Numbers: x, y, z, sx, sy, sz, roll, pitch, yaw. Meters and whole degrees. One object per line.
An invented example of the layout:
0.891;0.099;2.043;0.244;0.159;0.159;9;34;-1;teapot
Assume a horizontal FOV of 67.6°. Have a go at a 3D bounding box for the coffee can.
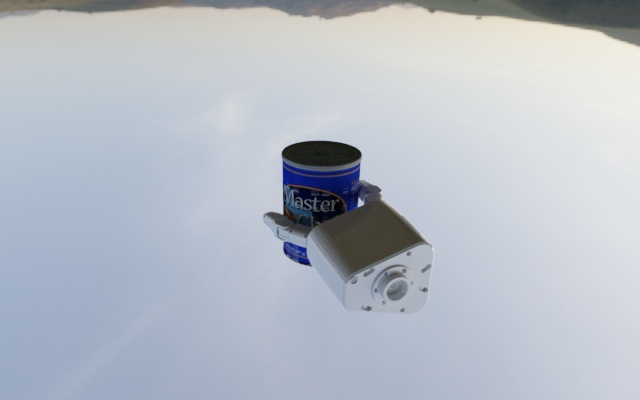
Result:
0.000;0.002;0.635;0.103;0.140;0.102;1;24;-1;coffee can
